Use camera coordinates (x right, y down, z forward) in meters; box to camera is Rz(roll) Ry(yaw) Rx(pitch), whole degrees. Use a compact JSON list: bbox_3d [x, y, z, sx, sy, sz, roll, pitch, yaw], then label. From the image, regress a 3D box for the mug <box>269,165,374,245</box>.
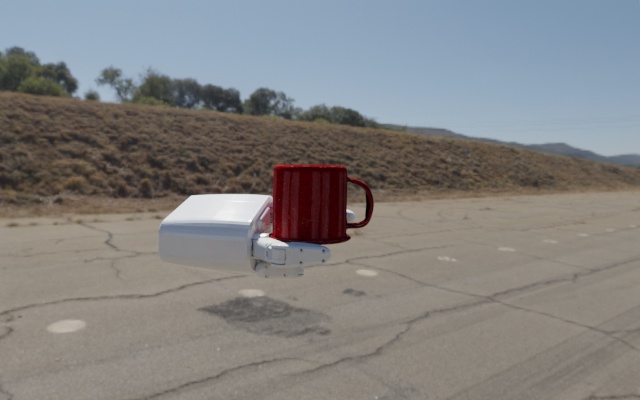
[{"bbox_3d":[0.002,0.002,0.527,0.117,0.081,0.093,2,5,8],"label":"mug"}]
